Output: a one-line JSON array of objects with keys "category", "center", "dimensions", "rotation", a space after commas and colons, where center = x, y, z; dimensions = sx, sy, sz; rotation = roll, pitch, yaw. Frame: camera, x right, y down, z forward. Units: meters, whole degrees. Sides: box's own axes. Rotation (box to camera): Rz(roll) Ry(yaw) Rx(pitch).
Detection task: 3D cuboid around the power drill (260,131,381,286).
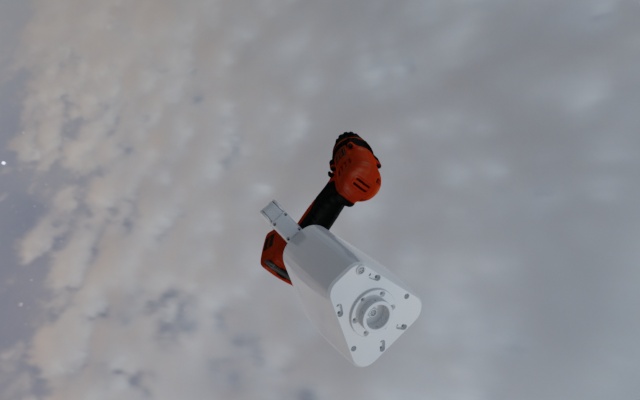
[{"category": "power drill", "center": [0.000, 0.002, 0.603], "dimensions": [0.057, 0.188, 0.184], "rotation": [33, 16, -11]}]
